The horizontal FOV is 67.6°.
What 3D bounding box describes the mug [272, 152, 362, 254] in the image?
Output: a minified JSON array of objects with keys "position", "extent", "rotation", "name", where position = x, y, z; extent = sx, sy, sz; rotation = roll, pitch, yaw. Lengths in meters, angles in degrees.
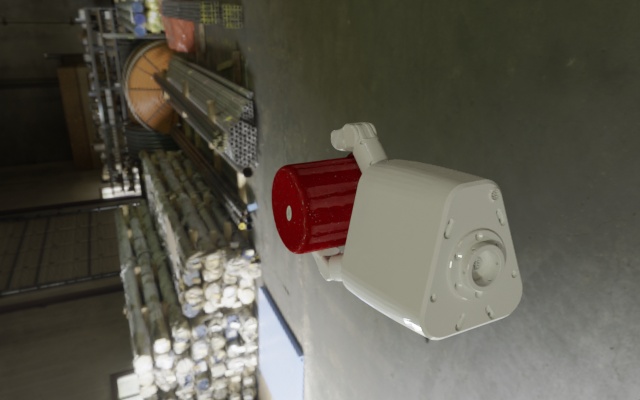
[{"position":[-0.001,0.001,0.455],"extent":[0.081,0.093,0.117],"rotation":[-9,13,-25],"name":"mug"}]
